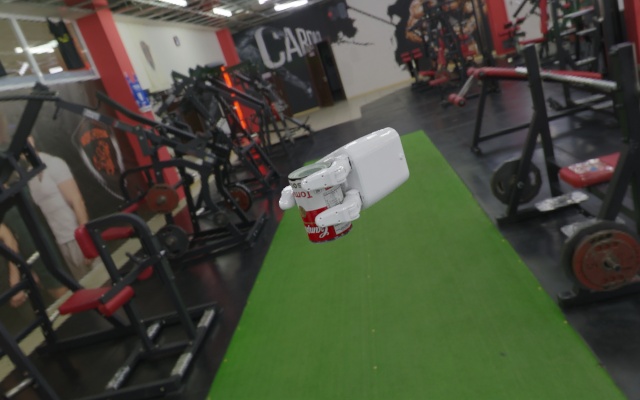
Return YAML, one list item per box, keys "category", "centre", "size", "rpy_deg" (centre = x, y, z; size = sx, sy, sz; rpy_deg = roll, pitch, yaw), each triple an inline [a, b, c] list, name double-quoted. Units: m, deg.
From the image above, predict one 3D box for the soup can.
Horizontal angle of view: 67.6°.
- category: "soup can"
  centre: [0.000, 0.002, 0.692]
  size: [0.068, 0.102, 0.068]
  rpy_deg: [-17, 16, 5]
